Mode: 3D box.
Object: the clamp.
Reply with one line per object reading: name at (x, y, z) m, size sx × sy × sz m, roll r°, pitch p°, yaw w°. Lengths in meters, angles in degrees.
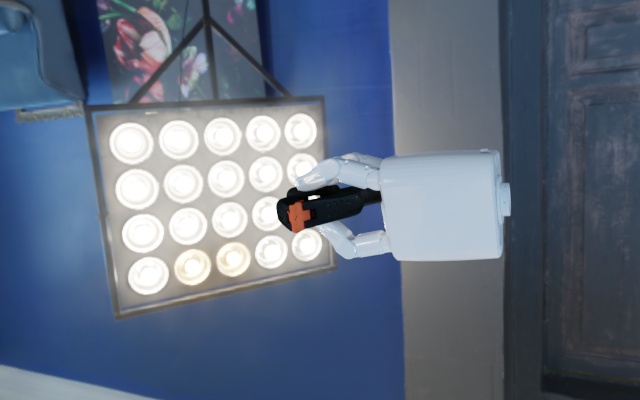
clamp at (0.000, 0.003, 0.542) m, size 0.164 × 0.036 × 0.210 m, roll -5°, pitch 7°, yaw 25°
